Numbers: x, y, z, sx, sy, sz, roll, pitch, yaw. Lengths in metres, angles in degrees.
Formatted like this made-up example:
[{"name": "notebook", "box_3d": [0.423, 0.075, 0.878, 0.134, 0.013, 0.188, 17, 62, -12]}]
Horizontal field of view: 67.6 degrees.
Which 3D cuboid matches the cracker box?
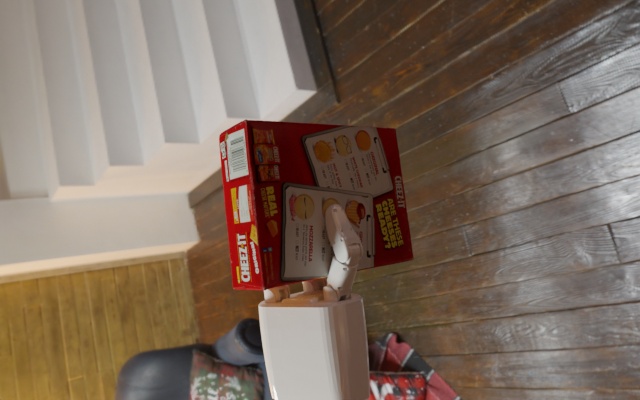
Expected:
[{"name": "cracker box", "box_3d": [0.000, 0.002, 0.534, 0.213, 0.164, 0.072, -4, -4, -40]}]
